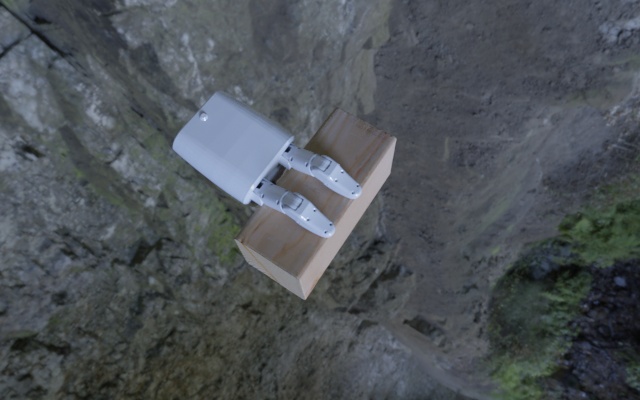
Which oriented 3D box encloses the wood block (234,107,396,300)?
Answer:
[{"bbox_3d":[0.000,0.002,0.580,0.090,0.206,0.091,30,-20,15],"label":"wood block"}]
